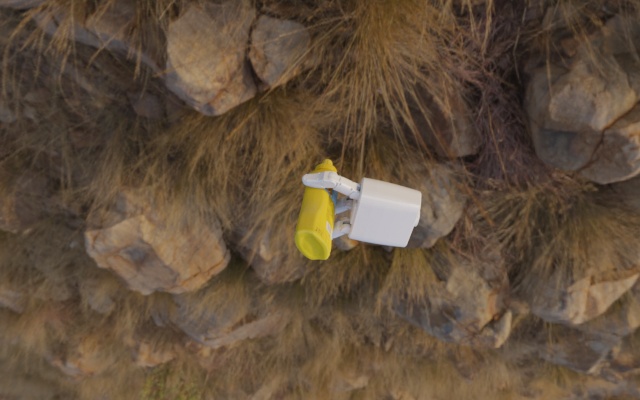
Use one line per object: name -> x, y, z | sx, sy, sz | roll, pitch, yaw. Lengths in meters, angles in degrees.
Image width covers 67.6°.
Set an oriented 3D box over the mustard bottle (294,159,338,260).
mustard bottle -> 0.000, 0.003, 0.857 | 0.058, 0.191, 0.096 | -2, -37, 18
